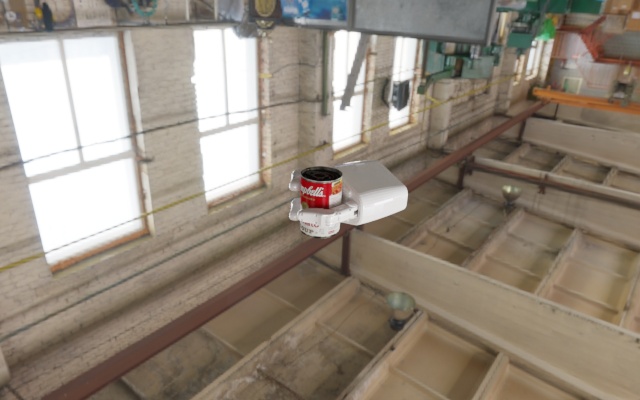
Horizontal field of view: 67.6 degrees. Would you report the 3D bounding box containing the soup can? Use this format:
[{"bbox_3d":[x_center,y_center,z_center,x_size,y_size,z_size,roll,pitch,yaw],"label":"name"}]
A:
[{"bbox_3d":[0.000,0.003,0.786,0.068,0.102,0.068,2,25,-1],"label":"soup can"}]
